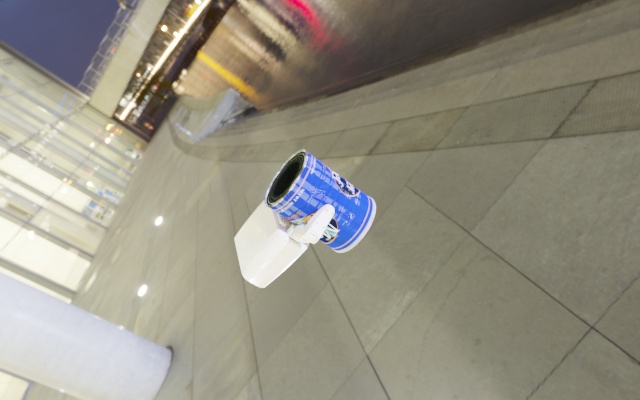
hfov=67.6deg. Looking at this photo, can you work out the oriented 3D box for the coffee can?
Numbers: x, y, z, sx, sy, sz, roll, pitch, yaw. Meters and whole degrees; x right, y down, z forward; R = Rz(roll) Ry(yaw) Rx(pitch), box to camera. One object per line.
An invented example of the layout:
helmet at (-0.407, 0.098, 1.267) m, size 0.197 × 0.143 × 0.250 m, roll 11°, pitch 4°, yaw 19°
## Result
coffee can at (0.000, 0.002, 0.736) m, size 0.140 × 0.102 × 0.103 m, roll 35°, pitch -14°, yaw -22°
